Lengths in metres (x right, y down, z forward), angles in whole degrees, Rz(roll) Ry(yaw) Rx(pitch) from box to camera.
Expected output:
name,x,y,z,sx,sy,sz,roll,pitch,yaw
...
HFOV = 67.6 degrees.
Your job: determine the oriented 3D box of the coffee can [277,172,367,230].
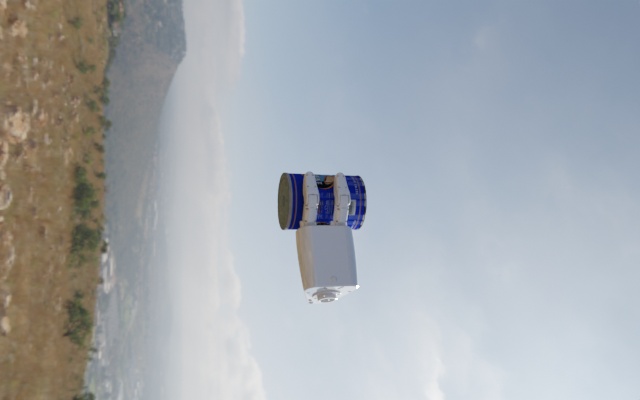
name,x,y,z,sx,sy,sz,roll,pitch,yaw
coffee can,0.000,0.003,0.864,0.140,0.103,0.103,1,0,-16
